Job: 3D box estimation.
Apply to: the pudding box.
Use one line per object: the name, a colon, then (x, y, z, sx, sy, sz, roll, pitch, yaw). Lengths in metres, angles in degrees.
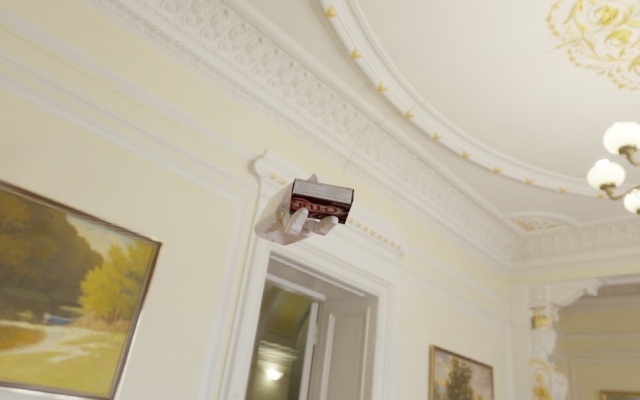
pudding box: (0.000, 0.003, 0.886, 0.113, 0.039, 0.090, 9, -25, -2)
